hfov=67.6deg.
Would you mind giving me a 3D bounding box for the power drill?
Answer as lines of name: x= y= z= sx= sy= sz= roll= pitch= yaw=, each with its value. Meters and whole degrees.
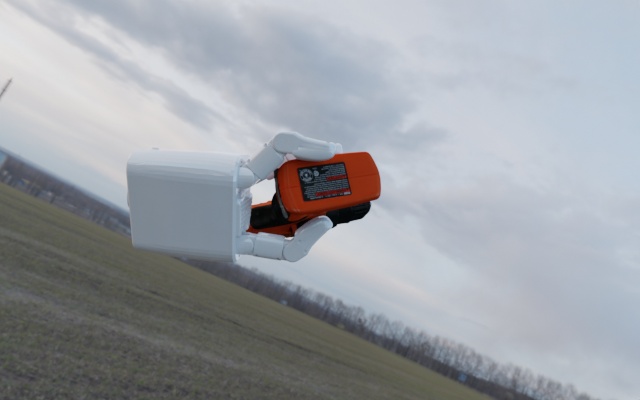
power drill: x=0.000 y=0.002 z=0.556 sx=0.184 sy=0.057 sz=0.188 roll=-11 pitch=-12 yaw=-19
